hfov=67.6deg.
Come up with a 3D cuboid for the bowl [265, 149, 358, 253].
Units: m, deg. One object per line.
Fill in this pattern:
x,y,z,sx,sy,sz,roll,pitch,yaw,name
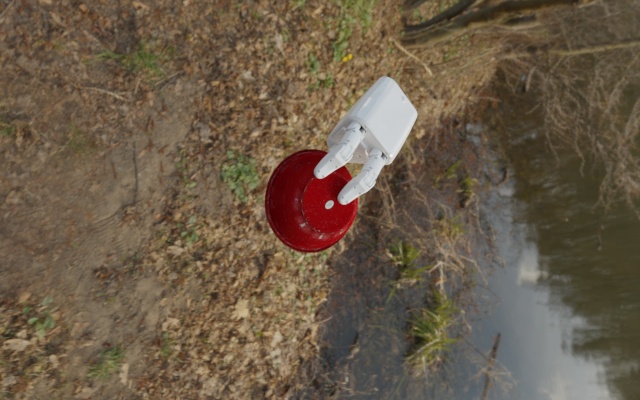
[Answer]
0.000,0.004,0.719,0.162,0.162,0.055,0,3,-29,bowl
